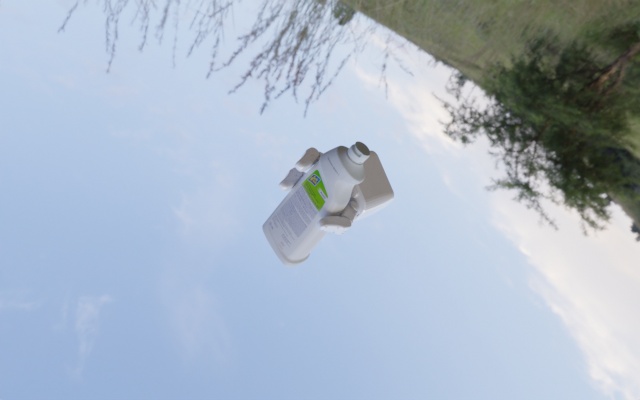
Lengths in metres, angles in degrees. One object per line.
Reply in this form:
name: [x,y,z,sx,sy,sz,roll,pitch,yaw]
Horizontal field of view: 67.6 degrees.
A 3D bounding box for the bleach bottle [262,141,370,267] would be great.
bleach bottle: [0.000,0.003,0.788,0.068,0.102,0.251,-15,-25,-49]
